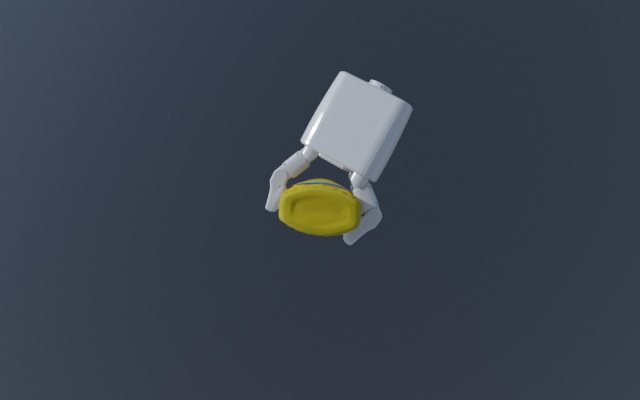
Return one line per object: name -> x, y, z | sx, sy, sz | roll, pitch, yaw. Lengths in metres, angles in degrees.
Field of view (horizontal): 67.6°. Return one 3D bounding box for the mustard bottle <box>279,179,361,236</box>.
mustard bottle -> 0.000, 0.002, 0.640 | 0.096, 0.058, 0.191 | 4, 7, 0
